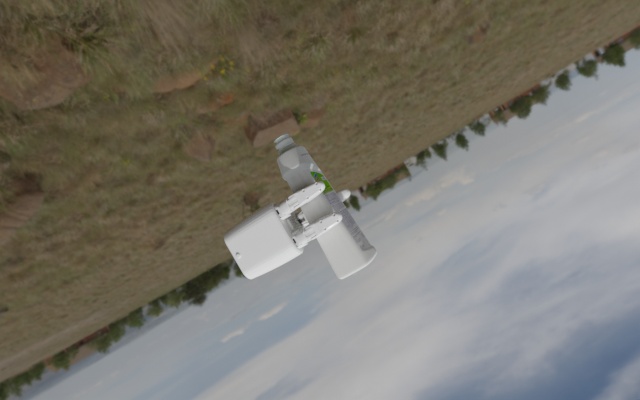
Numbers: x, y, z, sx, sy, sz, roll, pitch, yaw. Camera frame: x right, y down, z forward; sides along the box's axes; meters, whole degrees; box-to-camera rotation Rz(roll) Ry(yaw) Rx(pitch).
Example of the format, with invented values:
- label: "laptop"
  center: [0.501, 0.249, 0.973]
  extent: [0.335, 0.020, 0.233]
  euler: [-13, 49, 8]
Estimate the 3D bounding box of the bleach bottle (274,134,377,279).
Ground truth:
- label: "bleach bottle"
  center: [0.000, 0.003, 0.799]
  extent: [0.068, 0.251, 0.102]
  euler: [-31, -2, 16]
